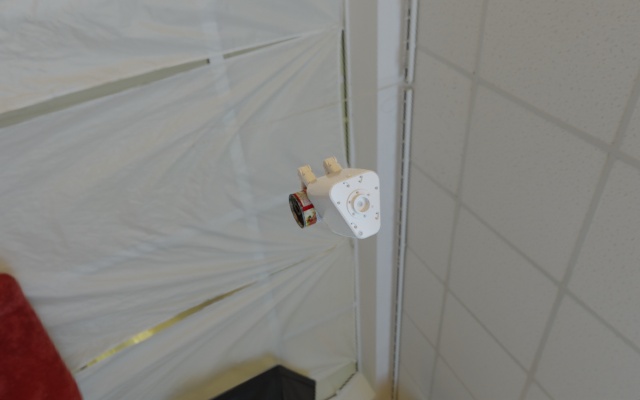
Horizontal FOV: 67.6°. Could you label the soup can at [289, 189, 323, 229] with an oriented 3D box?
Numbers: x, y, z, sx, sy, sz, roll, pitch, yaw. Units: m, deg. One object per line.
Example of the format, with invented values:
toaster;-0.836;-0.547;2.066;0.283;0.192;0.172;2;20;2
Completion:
soup can;0.000;0.003;0.897;0.102;0.068;0.068;-21;7;-18
